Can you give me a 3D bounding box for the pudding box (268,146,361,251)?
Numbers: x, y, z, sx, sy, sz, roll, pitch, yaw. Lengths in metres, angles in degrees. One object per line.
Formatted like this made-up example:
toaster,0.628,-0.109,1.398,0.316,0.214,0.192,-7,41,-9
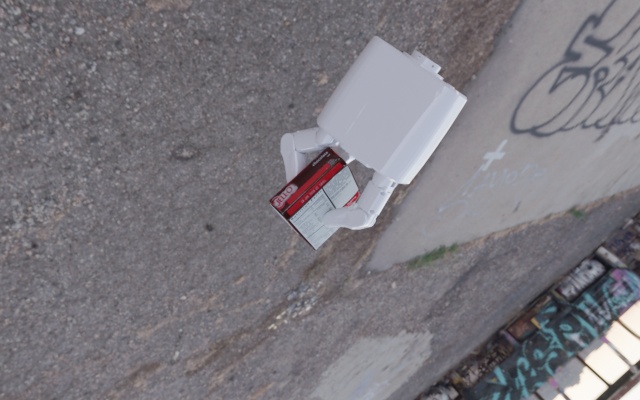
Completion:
pudding box,0.000,0.002,0.549,0.039,0.090,0.113,45,-5,29
